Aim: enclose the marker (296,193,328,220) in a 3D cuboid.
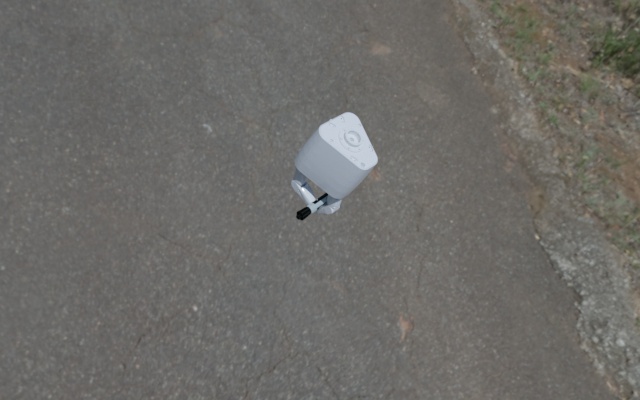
[{"bbox_3d":[0.000,0.003,0.893,0.121,0.020,0.020,-34,21,-35],"label":"marker"}]
